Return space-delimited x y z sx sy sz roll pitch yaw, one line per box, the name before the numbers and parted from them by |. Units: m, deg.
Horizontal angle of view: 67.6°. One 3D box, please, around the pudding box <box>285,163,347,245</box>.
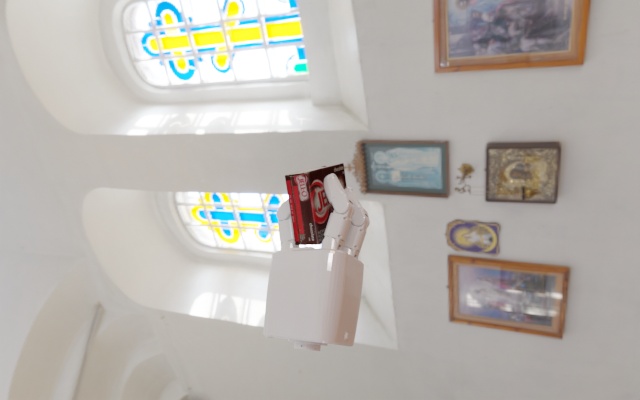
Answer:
pudding box | 0.000 0.002 0.622 0.039 0.090 0.113 -4 9 24
